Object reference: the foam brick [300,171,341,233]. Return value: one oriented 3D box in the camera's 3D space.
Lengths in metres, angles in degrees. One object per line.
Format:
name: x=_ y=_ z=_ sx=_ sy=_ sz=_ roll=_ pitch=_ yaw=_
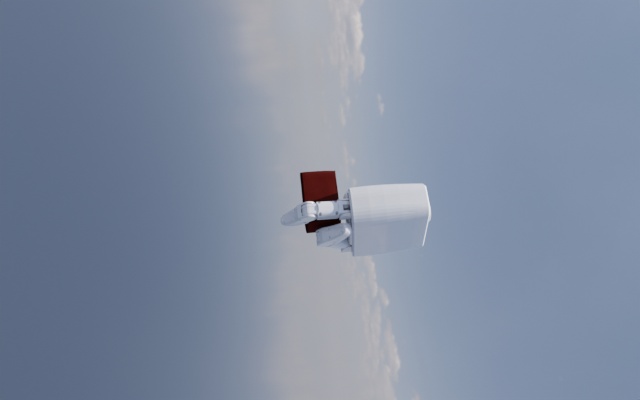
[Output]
foam brick: x=0.000 y=0.002 z=0.691 sx=0.051 sy=0.078 sz=0.053 roll=-6 pitch=-21 yaw=-1
